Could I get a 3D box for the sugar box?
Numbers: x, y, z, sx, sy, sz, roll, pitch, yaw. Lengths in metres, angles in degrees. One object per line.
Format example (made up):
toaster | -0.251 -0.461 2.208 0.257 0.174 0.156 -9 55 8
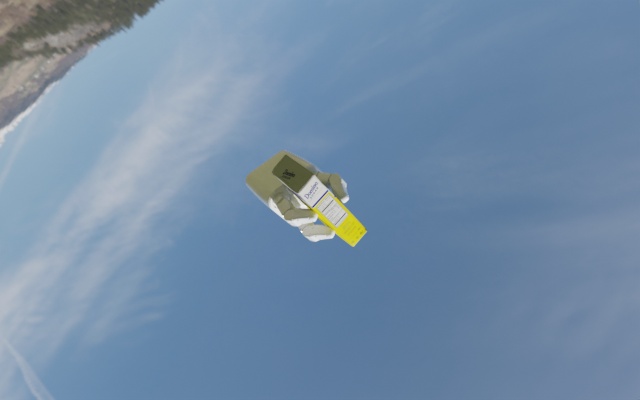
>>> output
sugar box | 0.000 0.003 0.801 0.176 0.048 0.093 41 -3 -42
